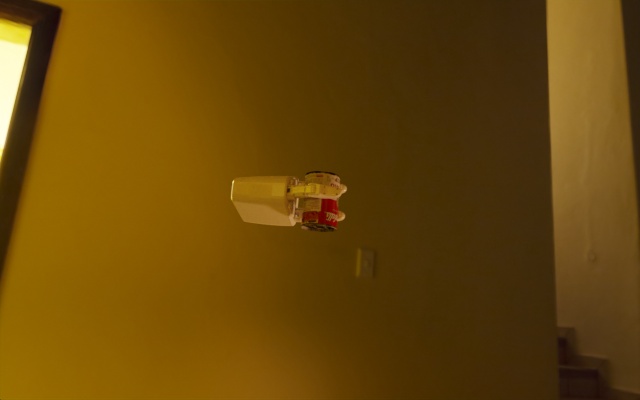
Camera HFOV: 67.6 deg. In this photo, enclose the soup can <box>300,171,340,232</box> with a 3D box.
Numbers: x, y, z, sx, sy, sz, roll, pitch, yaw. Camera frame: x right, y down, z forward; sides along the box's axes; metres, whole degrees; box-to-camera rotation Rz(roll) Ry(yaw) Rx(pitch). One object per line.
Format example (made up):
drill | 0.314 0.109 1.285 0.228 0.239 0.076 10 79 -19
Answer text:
soup can | 0.001 0.003 0.892 0.068 0.102 0.068 4 -13 1
